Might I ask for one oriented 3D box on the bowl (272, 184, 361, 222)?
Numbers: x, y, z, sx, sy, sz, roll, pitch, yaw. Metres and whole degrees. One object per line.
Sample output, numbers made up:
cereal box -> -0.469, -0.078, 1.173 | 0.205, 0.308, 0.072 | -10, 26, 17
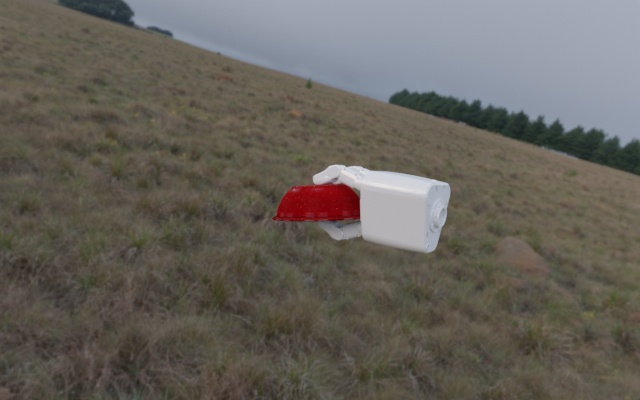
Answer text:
bowl -> -0.001, 0.002, 0.788 | 0.162, 0.055, 0.162 | -2, 1, 0
